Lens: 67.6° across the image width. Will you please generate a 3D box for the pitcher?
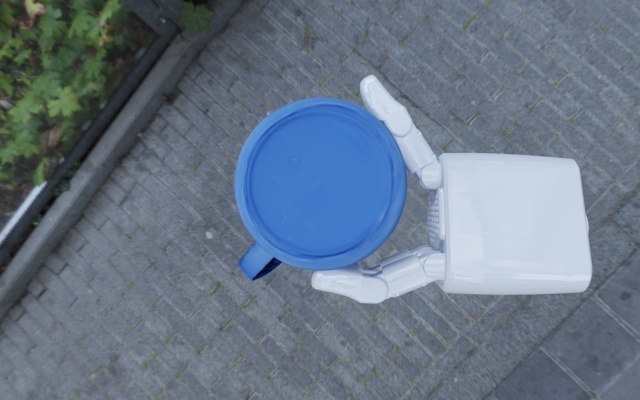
[{"bbox_3d":[0.000,0.001,0.405,0.145,0.149,0.243,3,-2,5],"label":"pitcher"}]
